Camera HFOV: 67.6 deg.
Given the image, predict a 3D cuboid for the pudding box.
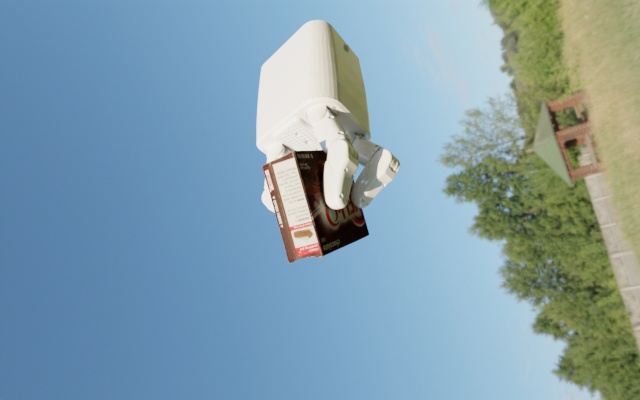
[{"bbox_3d":[0.000,0.001,0.439,0.039,0.090,0.113,-17,-2,29],"label":"pudding box"}]
